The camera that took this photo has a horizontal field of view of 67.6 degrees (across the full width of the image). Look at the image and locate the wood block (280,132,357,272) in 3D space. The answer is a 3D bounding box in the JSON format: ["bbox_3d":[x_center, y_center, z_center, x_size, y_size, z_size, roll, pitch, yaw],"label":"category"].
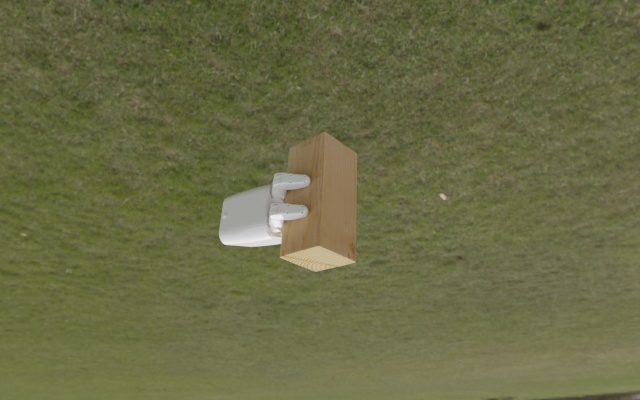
[{"bbox_3d":[0.000,0.003,0.805,0.090,0.206,0.091,-20,-34,37],"label":"wood block"}]
